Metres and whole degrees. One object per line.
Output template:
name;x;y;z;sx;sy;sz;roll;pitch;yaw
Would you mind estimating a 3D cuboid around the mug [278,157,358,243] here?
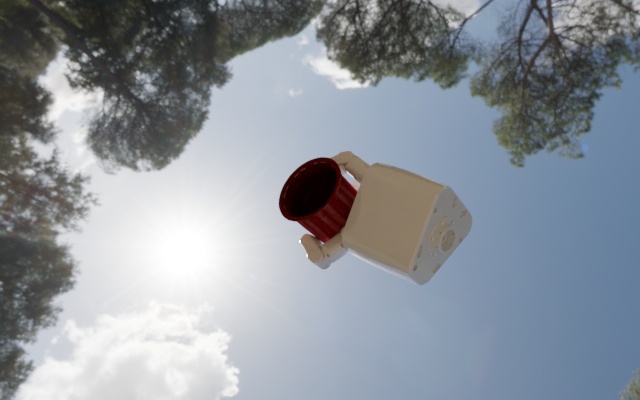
mug;-0.001;0.002;0.621;0.117;0.093;0.081;24;-14;48
